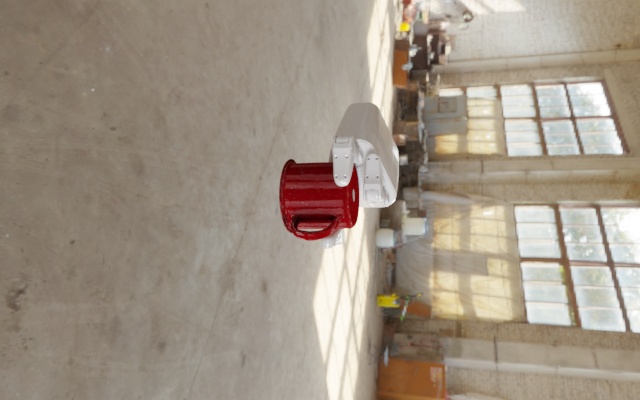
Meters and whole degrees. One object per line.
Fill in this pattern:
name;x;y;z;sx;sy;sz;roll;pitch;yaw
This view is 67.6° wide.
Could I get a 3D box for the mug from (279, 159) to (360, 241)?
mug;0.000;0.003;0.580;0.081;0.093;0.117;-1;41;15
